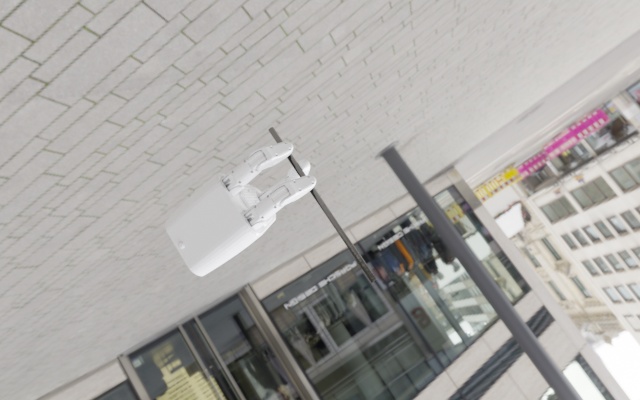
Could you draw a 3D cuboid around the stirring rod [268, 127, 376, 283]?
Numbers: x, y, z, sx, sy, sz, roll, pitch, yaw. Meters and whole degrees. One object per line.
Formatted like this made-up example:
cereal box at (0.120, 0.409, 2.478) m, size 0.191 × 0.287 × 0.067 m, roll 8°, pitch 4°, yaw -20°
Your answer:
stirring rod at (0.000, 0.002, 0.613) m, size 0.011 × 0.239 × 0.011 m, roll -33°, pitch -11°, yaw -7°
